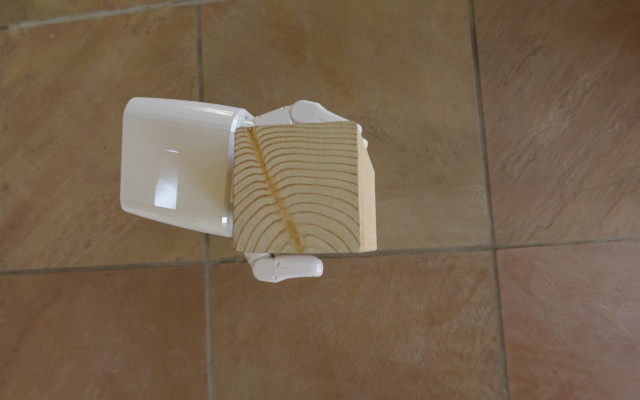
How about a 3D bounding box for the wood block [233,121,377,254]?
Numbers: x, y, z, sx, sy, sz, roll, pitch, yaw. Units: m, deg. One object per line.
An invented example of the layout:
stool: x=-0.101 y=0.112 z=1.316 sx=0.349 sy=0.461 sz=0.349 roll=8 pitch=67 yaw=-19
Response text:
wood block: x=0.000 y=0.002 z=0.425 sx=0.090 sy=0.091 sz=0.206 roll=-1 pitch=-6 yaw=10
